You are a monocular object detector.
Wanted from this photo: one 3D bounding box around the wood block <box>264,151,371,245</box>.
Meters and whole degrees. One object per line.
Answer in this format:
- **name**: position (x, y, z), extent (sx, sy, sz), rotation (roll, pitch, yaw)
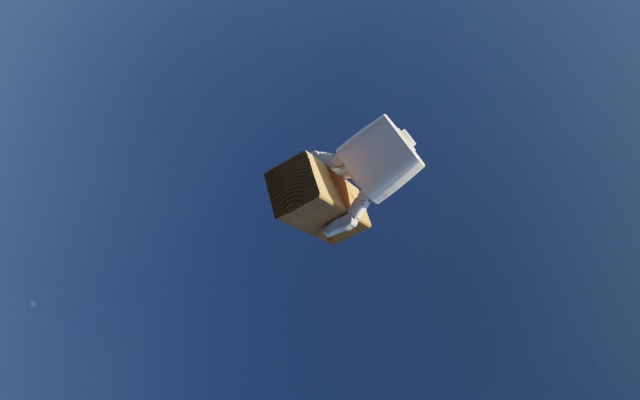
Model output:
- **wood block**: position (0.001, 0.003, 0.852), extent (0.090, 0.090, 0.206), rotation (-27, -28, 19)
